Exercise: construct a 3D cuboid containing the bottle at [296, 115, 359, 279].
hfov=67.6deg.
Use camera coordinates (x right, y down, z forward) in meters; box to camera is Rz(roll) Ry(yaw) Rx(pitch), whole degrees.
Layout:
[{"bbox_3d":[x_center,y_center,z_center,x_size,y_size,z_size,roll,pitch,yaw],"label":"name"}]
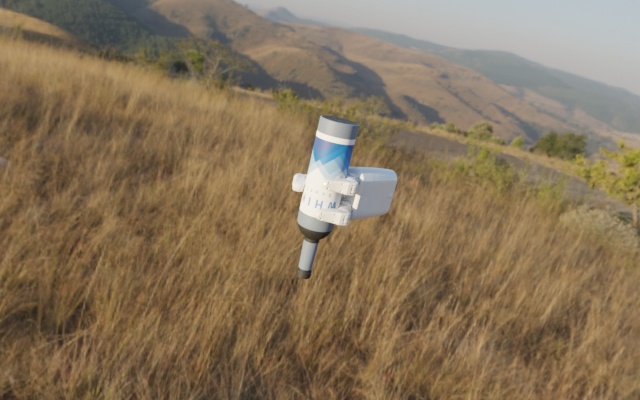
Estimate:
[{"bbox_3d":[0.000,0.003,0.840,0.069,0.296,0.069,12,18,-4],"label":"bottle"}]
